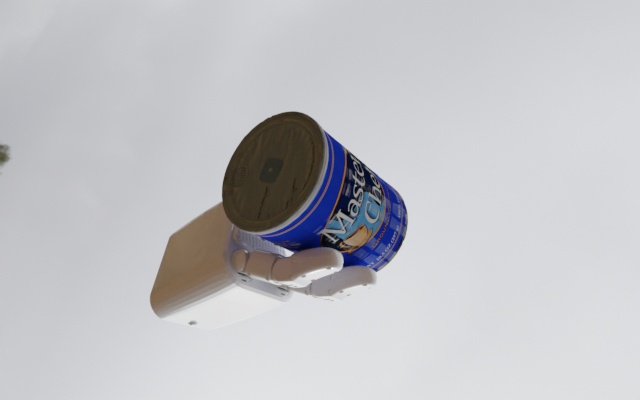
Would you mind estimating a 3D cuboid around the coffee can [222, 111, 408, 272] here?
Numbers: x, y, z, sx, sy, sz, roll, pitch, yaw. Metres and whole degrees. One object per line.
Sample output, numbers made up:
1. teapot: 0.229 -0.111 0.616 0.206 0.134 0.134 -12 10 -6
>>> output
1. coffee can: 0.000 0.001 0.418 0.103 0.102 0.140 0 -22 38
